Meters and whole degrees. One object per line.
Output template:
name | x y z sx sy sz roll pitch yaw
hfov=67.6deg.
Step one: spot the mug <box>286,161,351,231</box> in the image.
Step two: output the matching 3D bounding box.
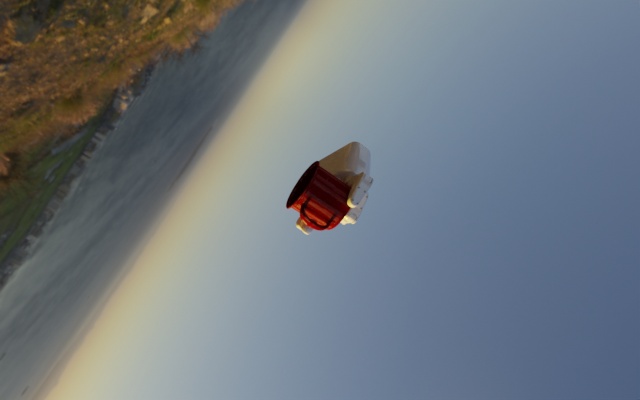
mug | 0.000 0.003 0.776 0.081 0.117 0.093 34 -53 -14
